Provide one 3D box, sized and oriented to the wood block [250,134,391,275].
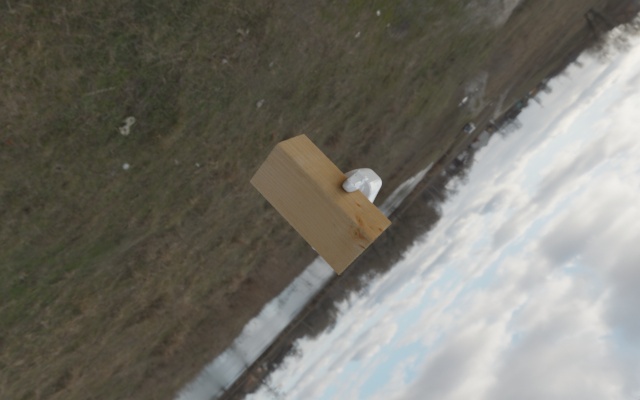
[{"bbox_3d":[0.001,0.002,0.763,0.091,0.206,0.090,-49,-9,31],"label":"wood block"}]
